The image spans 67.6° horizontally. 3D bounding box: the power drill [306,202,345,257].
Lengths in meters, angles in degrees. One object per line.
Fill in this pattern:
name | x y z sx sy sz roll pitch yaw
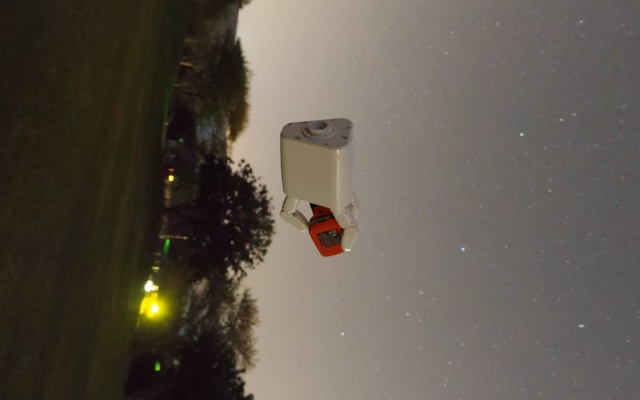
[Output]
power drill | 0.000 0.003 0.854 0.057 0.187 0.184 -20 -35 5
